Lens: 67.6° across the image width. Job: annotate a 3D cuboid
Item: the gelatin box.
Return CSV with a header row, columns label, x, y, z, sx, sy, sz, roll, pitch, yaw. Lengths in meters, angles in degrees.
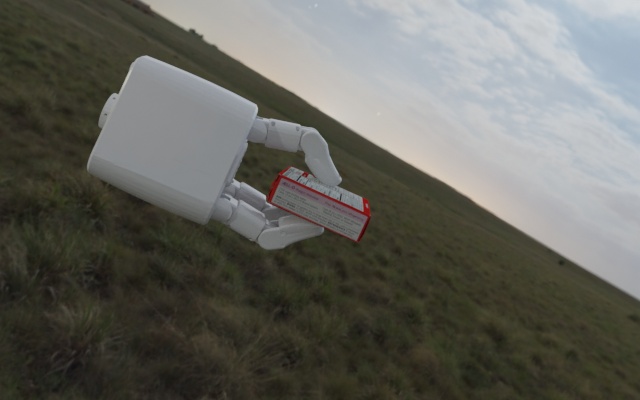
label,x,y,z,sx,sy,sz,roll,pitch,yaw
gelatin box,0.001,0.001,0.436,0.089,0.030,0.073,23,11,-1
